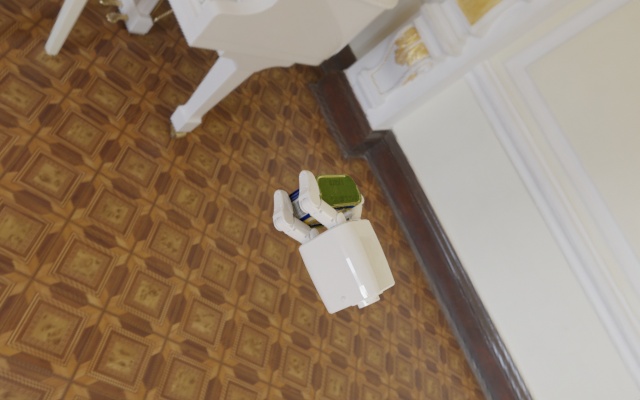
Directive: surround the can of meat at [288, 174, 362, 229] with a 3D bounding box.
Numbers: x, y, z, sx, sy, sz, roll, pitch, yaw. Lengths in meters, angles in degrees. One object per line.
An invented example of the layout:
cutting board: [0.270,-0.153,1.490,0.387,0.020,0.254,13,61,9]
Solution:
can of meat: [0.000,0.002,0.716,0.084,0.057,0.102,-32,-16,36]
